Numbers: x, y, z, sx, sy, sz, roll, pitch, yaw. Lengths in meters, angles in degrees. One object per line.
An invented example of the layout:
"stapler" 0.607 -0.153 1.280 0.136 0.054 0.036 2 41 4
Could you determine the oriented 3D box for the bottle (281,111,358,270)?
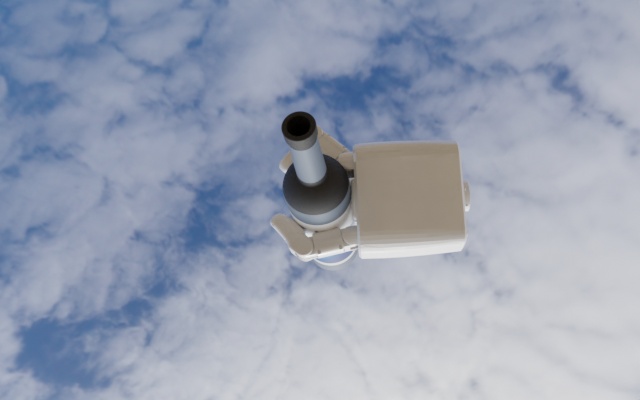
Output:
"bottle" 0.000 0.002 0.501 0.069 0.069 0.296 0 -24 7
